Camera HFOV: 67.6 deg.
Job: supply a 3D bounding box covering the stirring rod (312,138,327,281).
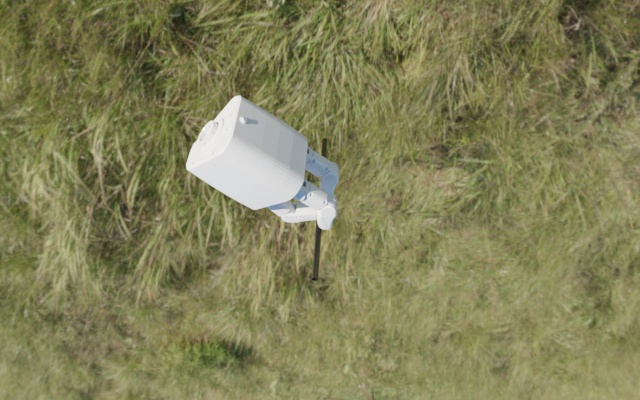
[{"bbox_3d":[0.000,0.002,0.663,0.011,0.239,0.011,3,-37,2],"label":"stirring rod"}]
